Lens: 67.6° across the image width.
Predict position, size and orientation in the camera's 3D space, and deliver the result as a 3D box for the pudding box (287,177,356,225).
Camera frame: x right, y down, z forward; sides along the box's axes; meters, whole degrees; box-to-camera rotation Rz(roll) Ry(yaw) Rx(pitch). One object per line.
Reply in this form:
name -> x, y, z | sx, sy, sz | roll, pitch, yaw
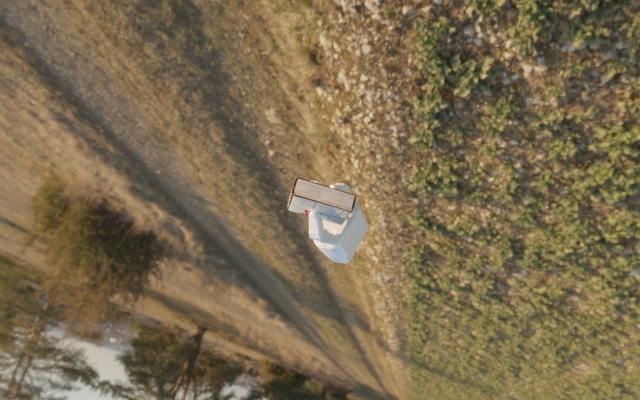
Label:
pudding box -> 0.000, 0.003, 0.865 | 0.113, 0.039, 0.090 | 15, -21, -5
